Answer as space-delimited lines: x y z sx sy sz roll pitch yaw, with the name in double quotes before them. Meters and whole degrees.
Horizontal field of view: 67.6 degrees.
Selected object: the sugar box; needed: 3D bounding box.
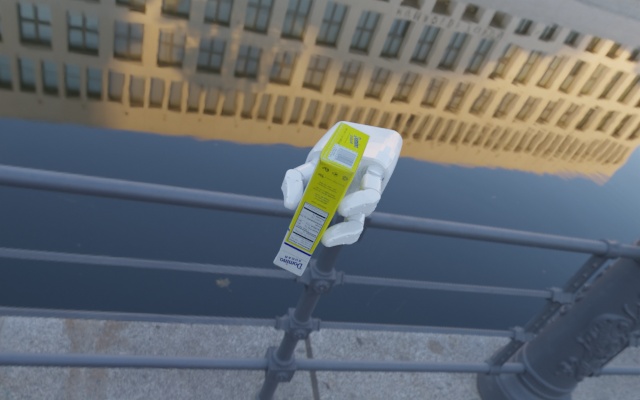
"sugar box" 0.001 0.002 0.583 0.048 0.176 0.093 25 38 3
